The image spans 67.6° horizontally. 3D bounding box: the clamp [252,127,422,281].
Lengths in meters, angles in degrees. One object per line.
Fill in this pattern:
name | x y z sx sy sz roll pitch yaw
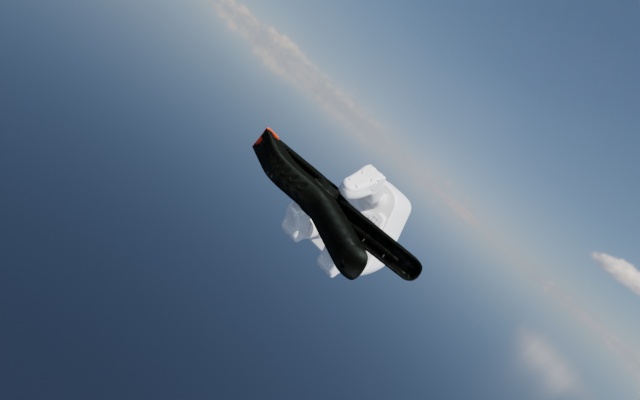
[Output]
clamp | 0.000 0.001 0.446 0.210 0.036 0.164 44 11 19
